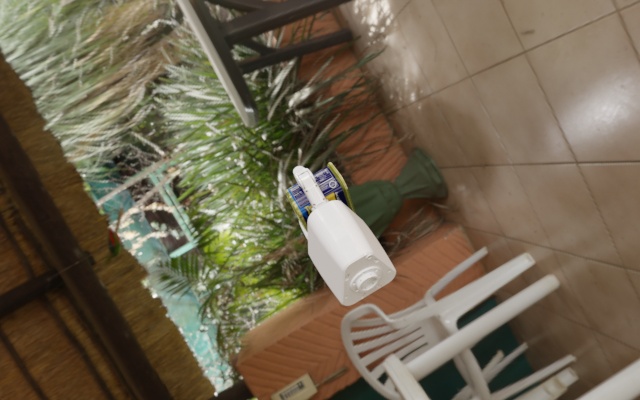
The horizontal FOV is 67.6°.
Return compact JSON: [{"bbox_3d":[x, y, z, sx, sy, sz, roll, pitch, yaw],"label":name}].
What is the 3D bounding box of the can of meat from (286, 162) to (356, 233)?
[{"bbox_3d":[0.000,0.003,0.745,0.084,0.057,0.102,-30,-36,-5],"label":"can of meat"}]
